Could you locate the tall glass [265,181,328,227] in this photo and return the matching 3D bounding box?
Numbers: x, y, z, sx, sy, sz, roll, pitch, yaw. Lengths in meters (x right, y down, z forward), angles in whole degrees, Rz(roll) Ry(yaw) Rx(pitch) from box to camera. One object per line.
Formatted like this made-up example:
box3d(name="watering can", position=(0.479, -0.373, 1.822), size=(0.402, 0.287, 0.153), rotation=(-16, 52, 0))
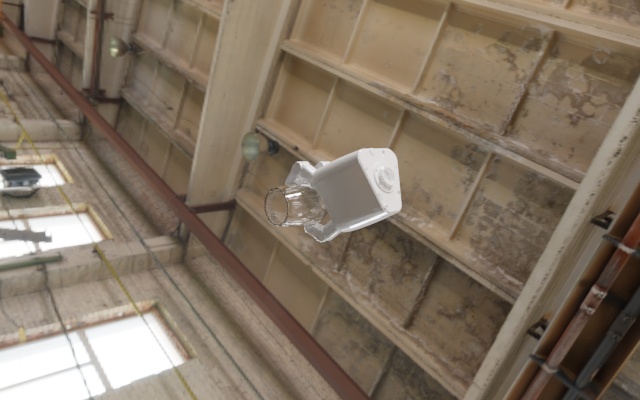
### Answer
box3d(name="tall glass", position=(0.001, 0.003, 0.836), size=(0.201, 0.079, 0.079), rotation=(-6, 4, -43))
